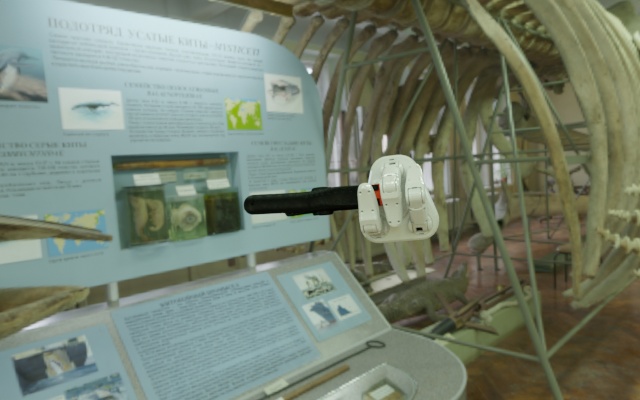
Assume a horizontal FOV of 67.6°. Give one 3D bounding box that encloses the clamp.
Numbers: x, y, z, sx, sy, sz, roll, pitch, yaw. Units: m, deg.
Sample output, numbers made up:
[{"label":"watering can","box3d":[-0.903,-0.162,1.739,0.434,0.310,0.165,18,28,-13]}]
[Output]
[{"label":"clamp","box3d":[0.000,0.001,0.621,0.171,0.039,0.120,-3,1,15]}]
